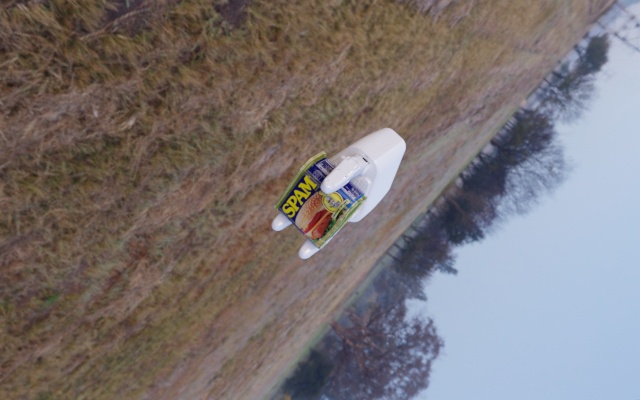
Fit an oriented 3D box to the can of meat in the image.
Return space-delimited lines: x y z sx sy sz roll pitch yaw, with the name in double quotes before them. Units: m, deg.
"can of meat" 0.000 0.002 0.629 0.102 0.084 0.057 -51 -9 35
